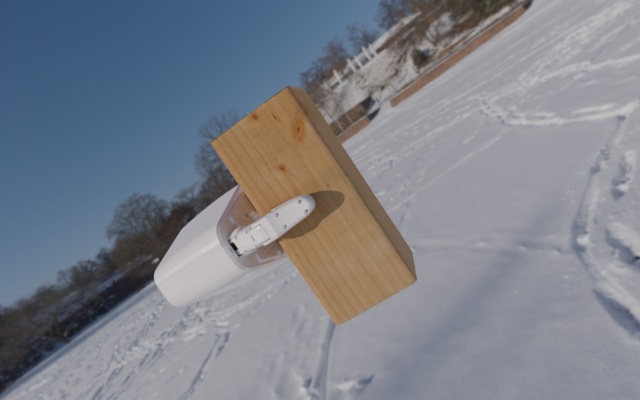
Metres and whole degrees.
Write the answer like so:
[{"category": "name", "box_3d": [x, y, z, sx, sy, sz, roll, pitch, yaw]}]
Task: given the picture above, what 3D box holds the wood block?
[{"category": "wood block", "box_3d": [0.000, 0.002, 0.466, 0.090, 0.206, 0.091, -33, 5, 14]}]
